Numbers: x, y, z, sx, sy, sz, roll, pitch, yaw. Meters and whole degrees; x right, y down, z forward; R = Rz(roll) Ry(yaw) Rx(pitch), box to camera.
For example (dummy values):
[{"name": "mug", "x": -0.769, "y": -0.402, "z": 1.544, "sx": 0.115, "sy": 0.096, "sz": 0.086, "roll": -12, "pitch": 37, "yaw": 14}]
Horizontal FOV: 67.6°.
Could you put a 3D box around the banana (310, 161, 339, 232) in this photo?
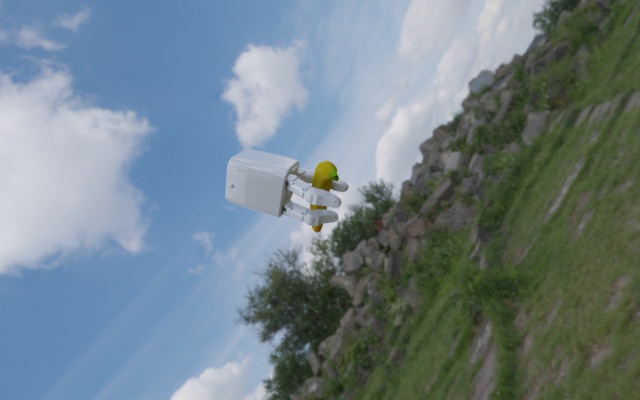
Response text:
[{"name": "banana", "x": 0.002, "y": -0.015, "z": 0.868, "sx": 0.037, "sy": 0.069, "sz": 0.198, "roll": 6, "pitch": -32, "yaw": -5}]
